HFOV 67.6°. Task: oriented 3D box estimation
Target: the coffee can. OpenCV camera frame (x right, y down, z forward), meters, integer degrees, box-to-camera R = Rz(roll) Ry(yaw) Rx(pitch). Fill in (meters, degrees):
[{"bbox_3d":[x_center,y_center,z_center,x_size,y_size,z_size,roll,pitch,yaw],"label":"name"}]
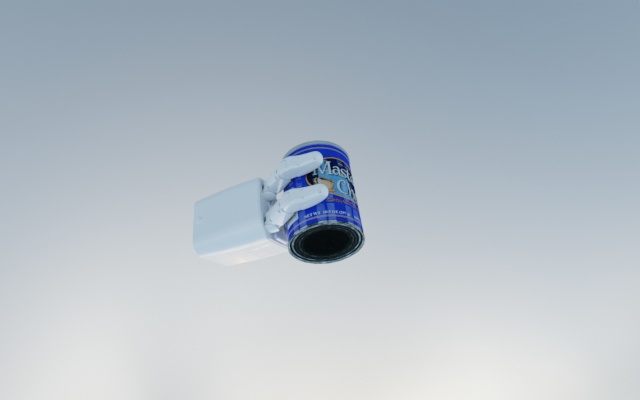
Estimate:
[{"bbox_3d":[0.000,0.002,0.664,0.103,0.140,0.103,-5,-37,-4],"label":"coffee can"}]
